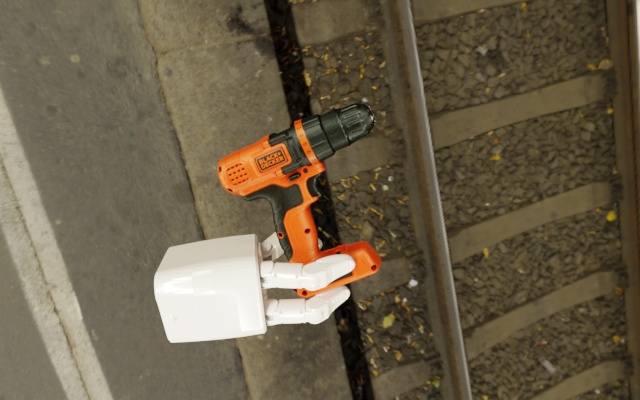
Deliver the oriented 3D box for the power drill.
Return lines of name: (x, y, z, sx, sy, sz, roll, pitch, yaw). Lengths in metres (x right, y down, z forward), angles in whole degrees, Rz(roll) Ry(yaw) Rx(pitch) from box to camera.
power drill: (0.000, 0.002, 0.539, 0.184, 0.188, 0.057, -22, 9, 11)
